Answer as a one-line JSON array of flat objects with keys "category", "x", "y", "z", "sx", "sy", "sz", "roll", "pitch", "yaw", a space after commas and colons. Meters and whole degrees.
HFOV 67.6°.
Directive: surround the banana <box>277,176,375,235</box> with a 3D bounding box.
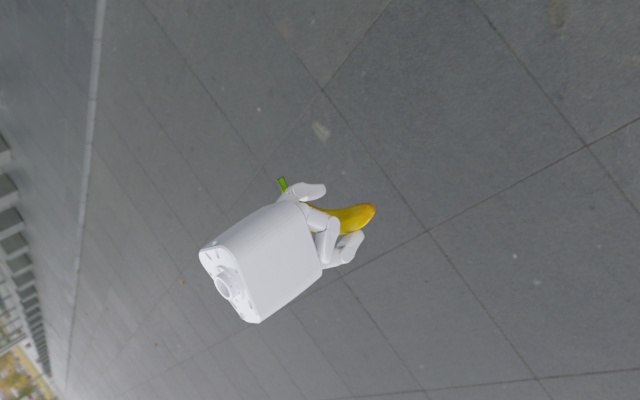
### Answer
[{"category": "banana", "x": 0.001, "y": 0.018, "z": 0.701, "sx": 0.197, "sy": 0.070, "sz": 0.037, "roll": 17, "pitch": 39, "yaw": 42}]
